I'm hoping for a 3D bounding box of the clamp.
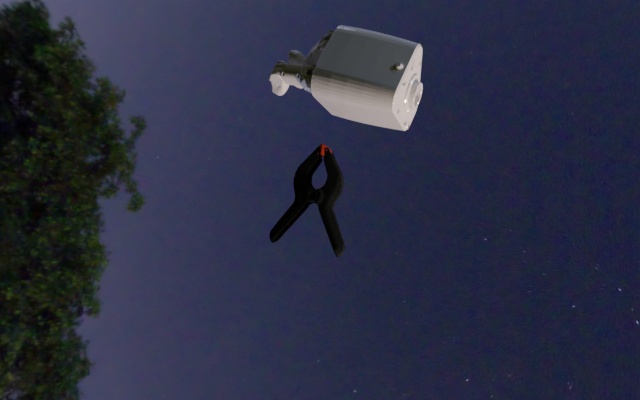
[{"bbox_3d":[0.000,0.002,0.738,0.120,0.171,0.039,19,2,9],"label":"clamp"}]
